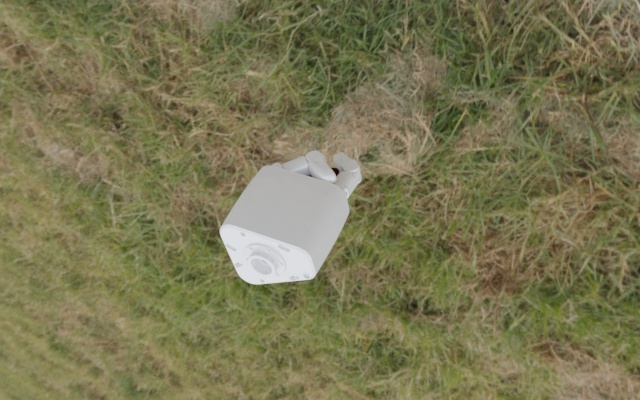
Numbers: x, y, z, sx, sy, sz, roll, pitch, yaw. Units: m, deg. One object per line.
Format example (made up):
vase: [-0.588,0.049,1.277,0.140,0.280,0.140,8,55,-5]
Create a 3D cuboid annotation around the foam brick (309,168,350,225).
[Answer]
foam brick: [0.000,0.002,0.620,0.053,0.078,0.051,4,41,24]
